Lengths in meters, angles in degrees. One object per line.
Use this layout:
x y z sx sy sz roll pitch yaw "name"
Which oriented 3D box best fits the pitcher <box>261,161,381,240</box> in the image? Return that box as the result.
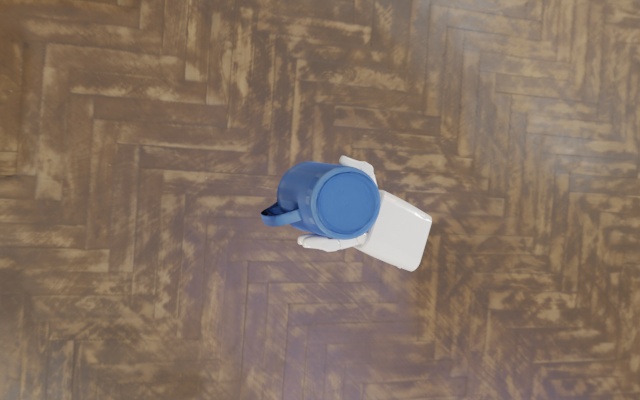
0.000 0.003 0.797 0.145 0.149 0.243 26 -3 -14 "pitcher"
